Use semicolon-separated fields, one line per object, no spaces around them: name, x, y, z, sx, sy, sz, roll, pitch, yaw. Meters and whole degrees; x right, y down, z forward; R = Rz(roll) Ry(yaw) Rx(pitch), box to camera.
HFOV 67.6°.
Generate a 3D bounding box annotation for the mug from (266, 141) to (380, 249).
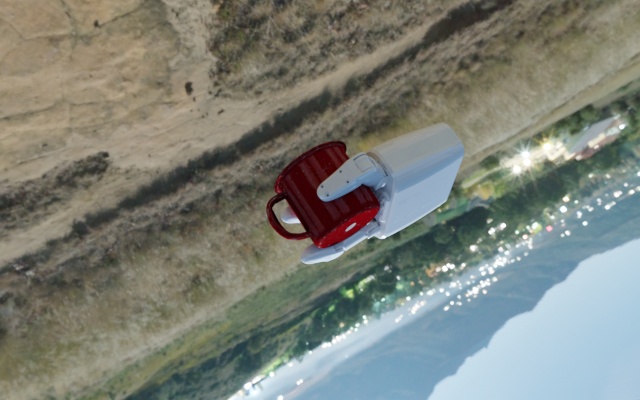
mug;-0.001;0.002;0.504;0.117;0.081;0.093;-26;-19;-24
